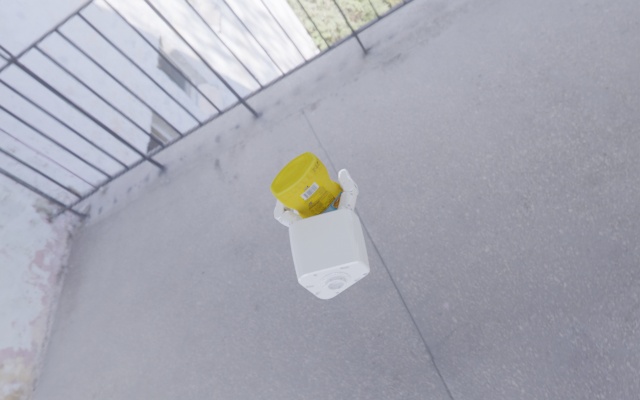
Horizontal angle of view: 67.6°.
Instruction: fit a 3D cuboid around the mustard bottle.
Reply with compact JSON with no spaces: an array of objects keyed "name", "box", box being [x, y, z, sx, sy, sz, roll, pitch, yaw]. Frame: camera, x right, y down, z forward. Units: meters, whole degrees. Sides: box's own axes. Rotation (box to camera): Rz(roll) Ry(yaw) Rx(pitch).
[{"name":"mustard bottle","box":[0.000,0.002,0.851,0.058,0.096,0.192,45,-1,45]}]
